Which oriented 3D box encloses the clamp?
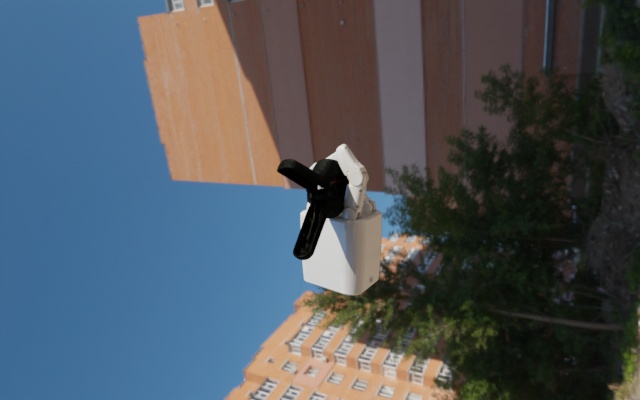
[{"bbox_3d":[0.000,0.002,0.610,0.039,0.120,0.171,5,11,28],"label":"clamp"}]
